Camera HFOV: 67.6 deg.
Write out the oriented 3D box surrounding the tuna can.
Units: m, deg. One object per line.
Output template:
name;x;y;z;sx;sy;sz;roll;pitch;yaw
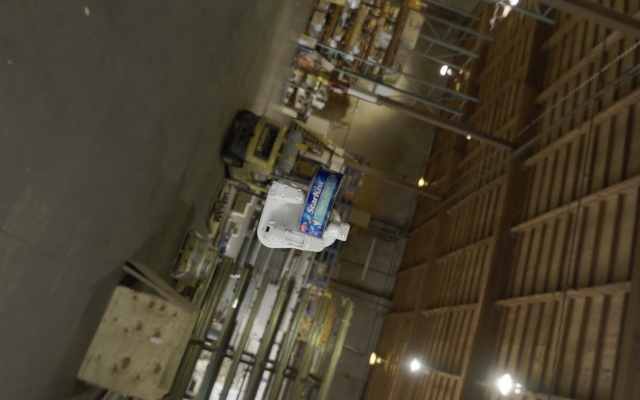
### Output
tuna can;0.001;0.002;0.589;0.034;0.086;0.086;19;1;3
